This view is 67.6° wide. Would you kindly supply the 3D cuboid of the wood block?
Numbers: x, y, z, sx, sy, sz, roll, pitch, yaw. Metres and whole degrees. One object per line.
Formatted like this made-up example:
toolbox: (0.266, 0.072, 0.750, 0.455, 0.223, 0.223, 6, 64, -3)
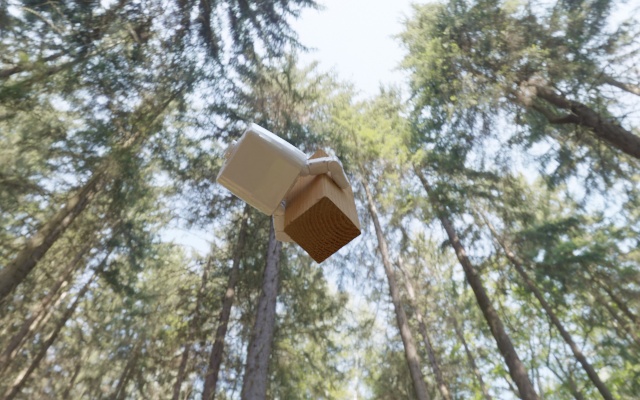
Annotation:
wood block: (0.000, 0.002, 0.824, 0.091, 0.090, 0.206, -38, 22, 16)
